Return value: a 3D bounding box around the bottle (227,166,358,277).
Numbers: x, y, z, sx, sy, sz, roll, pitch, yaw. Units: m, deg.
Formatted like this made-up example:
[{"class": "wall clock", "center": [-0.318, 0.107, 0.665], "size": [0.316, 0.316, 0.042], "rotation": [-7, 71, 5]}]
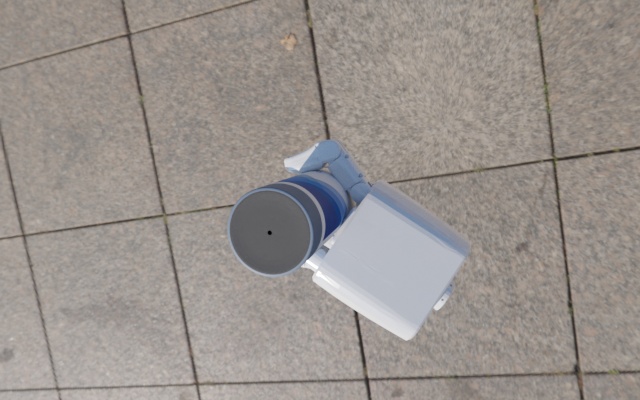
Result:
[{"class": "bottle", "center": [0.000, 0.002, 0.483], "size": [0.069, 0.069, 0.295], "rotation": [0, 9, 15]}]
